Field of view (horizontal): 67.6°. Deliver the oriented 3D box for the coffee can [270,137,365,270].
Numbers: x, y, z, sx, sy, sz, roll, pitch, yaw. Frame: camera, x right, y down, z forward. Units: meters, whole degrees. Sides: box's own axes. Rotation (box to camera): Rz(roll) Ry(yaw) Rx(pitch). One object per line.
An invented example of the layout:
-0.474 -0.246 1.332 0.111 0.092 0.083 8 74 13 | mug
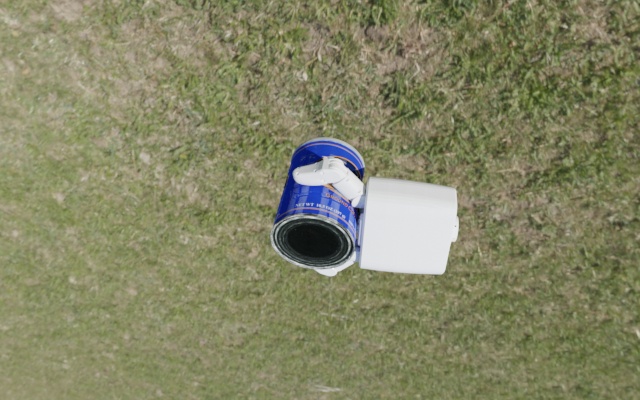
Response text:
0.000 0.002 0.613 0.103 0.140 0.103 6 -44 6 | coffee can
